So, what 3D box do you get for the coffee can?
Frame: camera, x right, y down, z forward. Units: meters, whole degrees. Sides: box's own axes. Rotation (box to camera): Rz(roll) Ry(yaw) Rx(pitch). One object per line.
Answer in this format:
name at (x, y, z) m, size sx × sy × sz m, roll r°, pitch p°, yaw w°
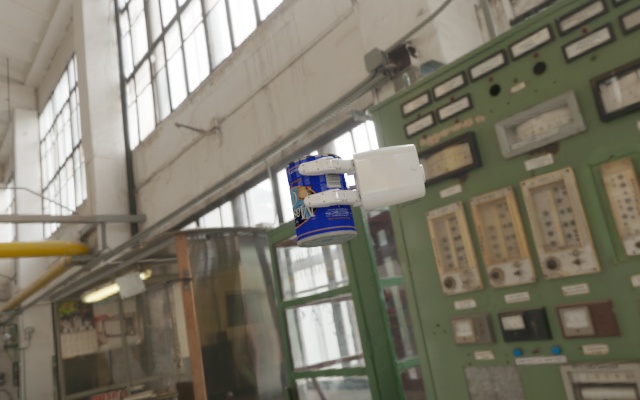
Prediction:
coffee can at (0.000, 0.003, 0.825) m, size 0.103 × 0.140 × 0.103 m, roll -10°, pitch -13°, yaw -2°
